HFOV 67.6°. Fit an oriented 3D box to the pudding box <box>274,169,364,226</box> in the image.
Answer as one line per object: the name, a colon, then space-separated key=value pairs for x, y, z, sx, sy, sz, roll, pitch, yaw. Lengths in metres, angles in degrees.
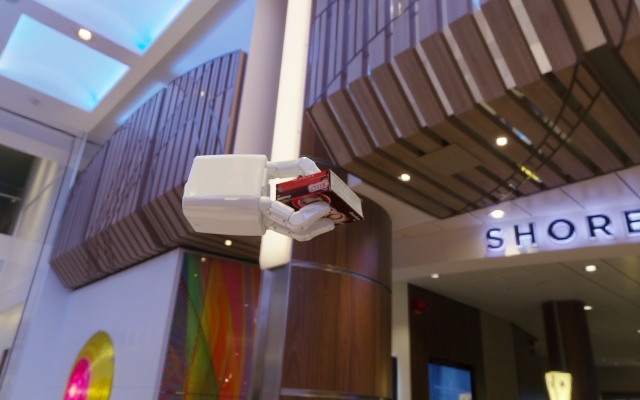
pudding box: x=0.000 y=0.002 z=0.694 sx=0.090 sy=0.039 sz=0.113 roll=-13 pitch=-27 yaw=26
